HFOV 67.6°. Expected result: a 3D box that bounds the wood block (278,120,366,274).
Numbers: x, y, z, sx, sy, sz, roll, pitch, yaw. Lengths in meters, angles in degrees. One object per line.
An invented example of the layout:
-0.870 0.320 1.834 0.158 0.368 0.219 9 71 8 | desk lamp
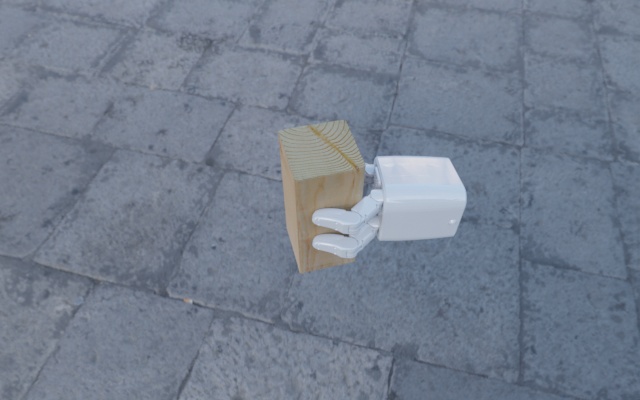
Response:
0.000 0.002 0.656 0.090 0.090 0.206 -11 -39 -9 | wood block
